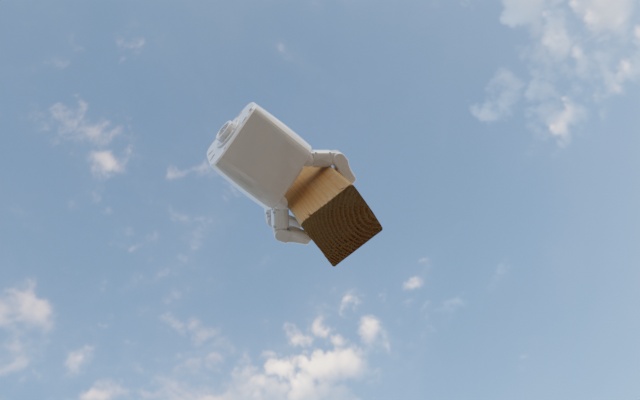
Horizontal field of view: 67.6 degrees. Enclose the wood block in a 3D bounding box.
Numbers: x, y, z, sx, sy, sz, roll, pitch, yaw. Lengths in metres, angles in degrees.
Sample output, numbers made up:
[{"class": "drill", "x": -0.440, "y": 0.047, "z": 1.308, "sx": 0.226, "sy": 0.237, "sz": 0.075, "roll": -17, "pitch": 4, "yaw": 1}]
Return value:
[{"class": "wood block", "x": 0.000, "y": 0.002, "z": 0.737, "sx": 0.091, "sy": 0.090, "sz": 0.206, "roll": -38, "pitch": 26, "yaw": -2}]
